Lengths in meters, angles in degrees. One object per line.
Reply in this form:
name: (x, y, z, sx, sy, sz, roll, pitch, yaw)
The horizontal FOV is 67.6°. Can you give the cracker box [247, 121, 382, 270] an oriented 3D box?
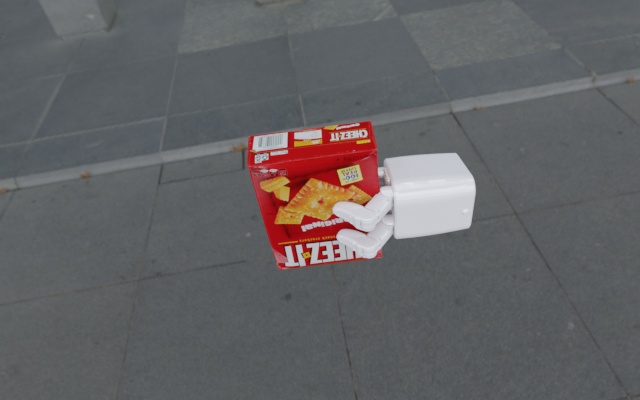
cracker box: (0.000, 0.002, 0.670, 0.164, 0.214, 0.072, -7, 44, 3)
